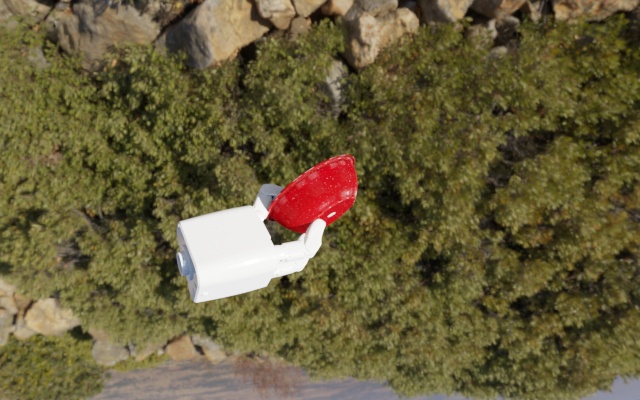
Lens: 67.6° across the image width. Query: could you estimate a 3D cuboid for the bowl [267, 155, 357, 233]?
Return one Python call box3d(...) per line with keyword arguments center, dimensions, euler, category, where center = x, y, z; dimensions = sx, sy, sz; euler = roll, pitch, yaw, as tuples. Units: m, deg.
box3d(center=(0.001, 0.002, 0.724), dimensions=(0.162, 0.055, 0.162), euler=(-33, -15, -10), category="bowl")
